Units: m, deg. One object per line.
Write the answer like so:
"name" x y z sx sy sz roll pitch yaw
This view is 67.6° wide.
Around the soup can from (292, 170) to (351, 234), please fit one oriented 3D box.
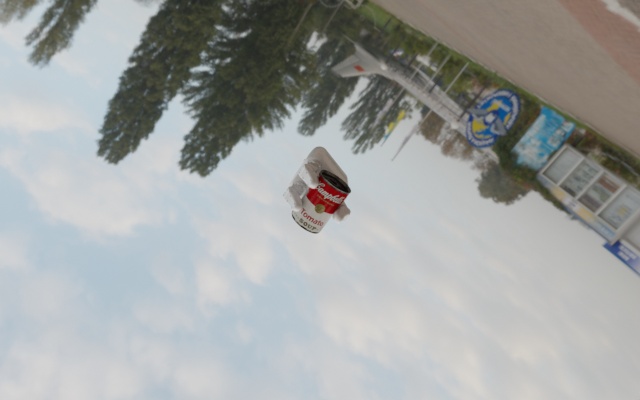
"soup can" 0.000 0.003 0.889 0.068 0.102 0.068 32 20 -13
